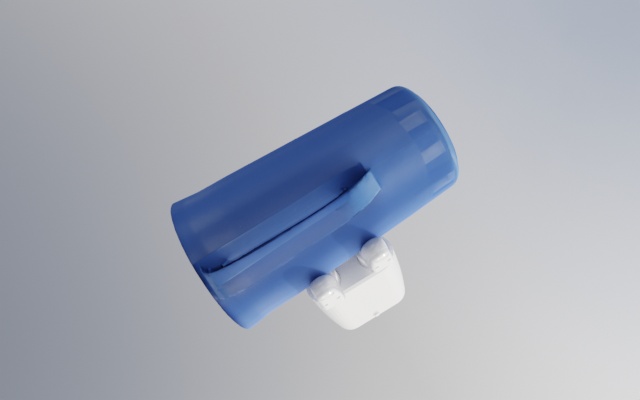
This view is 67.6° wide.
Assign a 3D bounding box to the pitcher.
[{"bbox_3d":[0.000,0.001,0.431,0.243,0.149,0.145,-32,-37,-2],"label":"pitcher"}]
